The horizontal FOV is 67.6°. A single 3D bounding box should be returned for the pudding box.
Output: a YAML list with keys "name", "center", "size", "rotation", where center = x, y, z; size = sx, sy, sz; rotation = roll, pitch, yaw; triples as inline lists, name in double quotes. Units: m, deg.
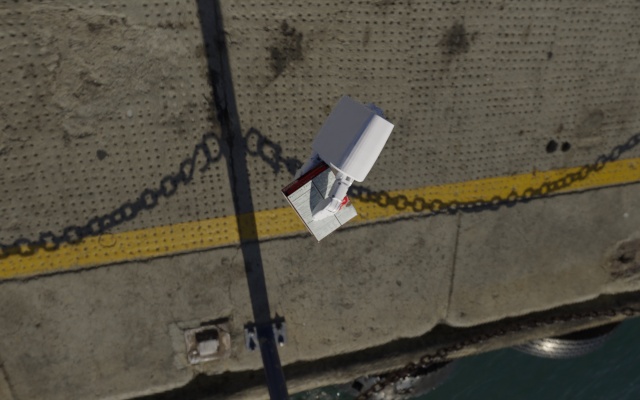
- name: "pudding box"
  center: [0.000, 0.003, 0.813]
  size: [0.090, 0.113, 0.039]
  rotation: [-34, 27, -2]
